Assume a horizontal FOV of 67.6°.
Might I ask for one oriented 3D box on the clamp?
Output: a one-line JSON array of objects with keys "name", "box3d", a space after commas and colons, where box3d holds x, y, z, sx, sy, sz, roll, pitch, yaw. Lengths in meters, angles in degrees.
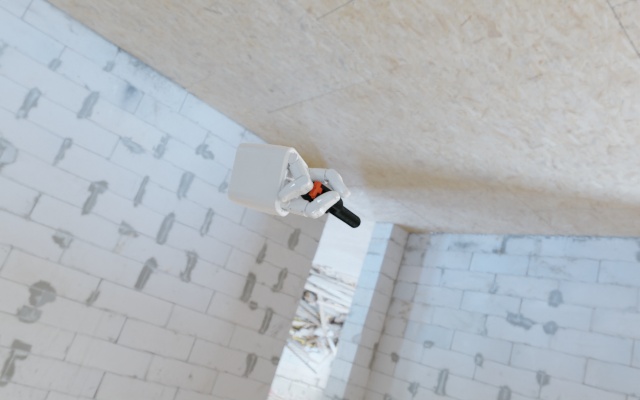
[{"name": "clamp", "box3d": [0.000, 0.003, 0.876, 0.120, 0.039, 0.171, 11, -19, 25]}]
